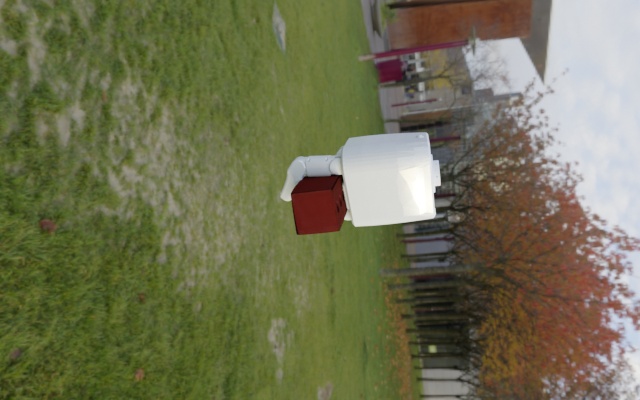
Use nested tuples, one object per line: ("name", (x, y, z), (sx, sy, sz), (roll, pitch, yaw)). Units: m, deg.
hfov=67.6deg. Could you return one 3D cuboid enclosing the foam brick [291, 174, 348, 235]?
("foam brick", (0.000, 0.002, 0.575), (0.051, 0.053, 0.078), (-5, 18, 12))
